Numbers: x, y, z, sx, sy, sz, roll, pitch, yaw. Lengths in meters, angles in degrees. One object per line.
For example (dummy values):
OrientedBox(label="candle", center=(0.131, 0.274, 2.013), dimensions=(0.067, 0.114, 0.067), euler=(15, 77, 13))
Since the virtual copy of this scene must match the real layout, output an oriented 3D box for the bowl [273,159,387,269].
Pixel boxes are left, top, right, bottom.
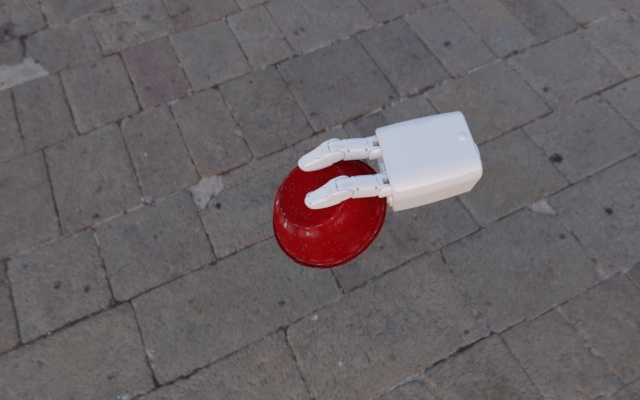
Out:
OrientedBox(label="bowl", center=(-0.001, 0.003, 0.609), dimensions=(0.162, 0.162, 0.055), euler=(0, -24, 24))
